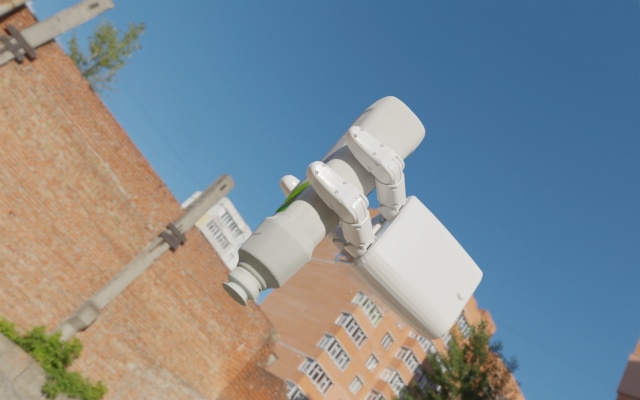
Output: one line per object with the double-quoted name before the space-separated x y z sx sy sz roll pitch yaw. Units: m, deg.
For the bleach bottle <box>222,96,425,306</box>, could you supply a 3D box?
"bleach bottle" 0.000 0.001 0.468 0.250 0.068 0.102 -47 5 -27
